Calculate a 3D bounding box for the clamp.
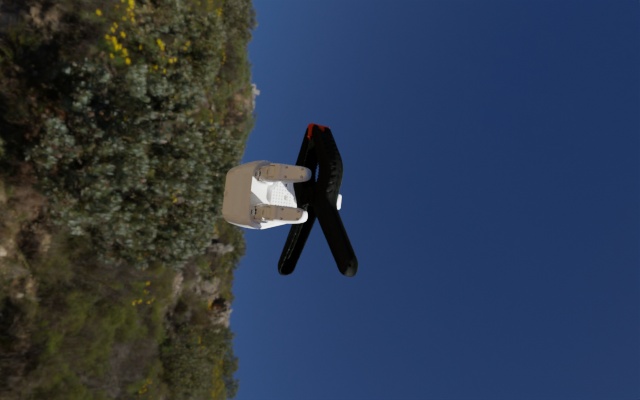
[{"bbox_3d":[0.001,0.002,0.622,0.036,0.210,0.164,8,-4,-34],"label":"clamp"}]
